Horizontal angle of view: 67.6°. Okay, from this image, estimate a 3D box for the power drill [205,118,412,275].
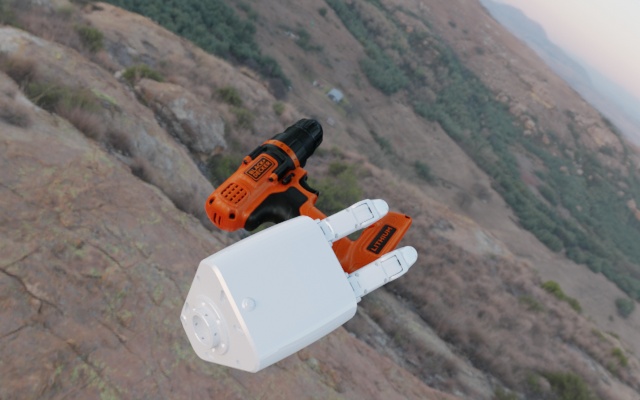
[{"bbox_3d":[0.000,0.002,0.518,0.187,0.184,0.057,33,-36,12],"label":"power drill"}]
